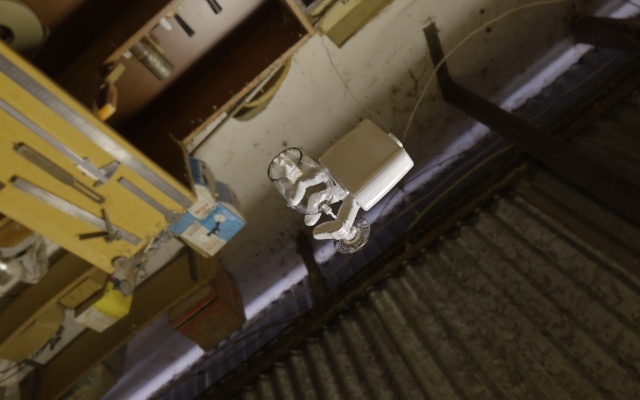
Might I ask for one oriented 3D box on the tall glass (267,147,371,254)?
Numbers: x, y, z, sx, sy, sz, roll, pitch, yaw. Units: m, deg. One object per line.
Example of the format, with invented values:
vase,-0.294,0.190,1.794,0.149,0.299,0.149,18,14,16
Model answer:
tall glass,0.000,0.003,0.759,0.079,0.079,0.201,0,-35,41
